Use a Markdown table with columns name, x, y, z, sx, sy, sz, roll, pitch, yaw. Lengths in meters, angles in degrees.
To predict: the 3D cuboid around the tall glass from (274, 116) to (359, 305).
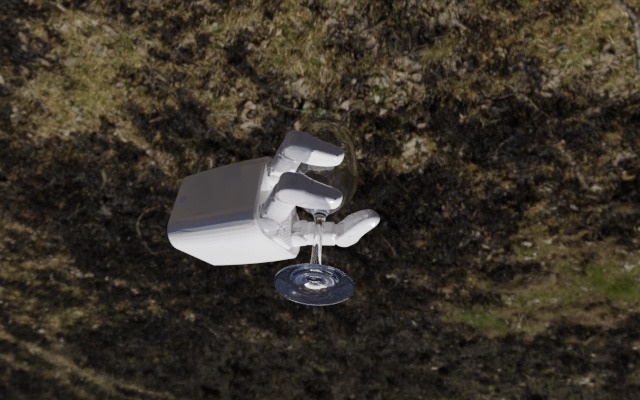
| name | x | y | z | sx | sy | sz | roll | pitch | yaw |
| --- | --- | --- | --- | --- | --- | --- | --- | --- | --- |
| tall glass | 0.000 | 0.002 | 0.498 | 0.079 | 0.200 | 0.079 | 3 | -39 | 3 |
